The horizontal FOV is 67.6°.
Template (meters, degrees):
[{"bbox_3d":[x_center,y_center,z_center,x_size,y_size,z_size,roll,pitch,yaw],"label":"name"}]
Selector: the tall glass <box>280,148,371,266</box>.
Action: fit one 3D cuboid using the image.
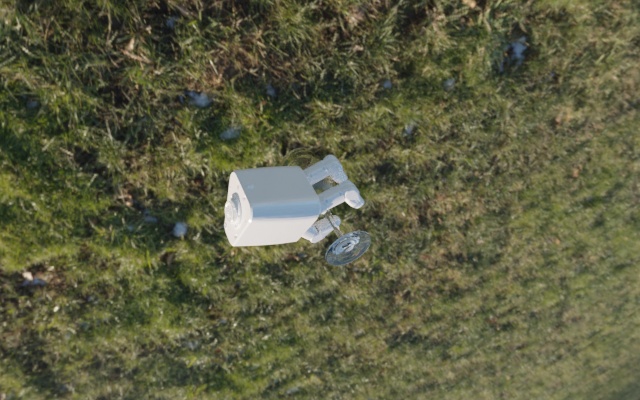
[{"bbox_3d":[0.001,0.003,0.754,0.079,0.079,0.201,0,44,-34],"label":"tall glass"}]
